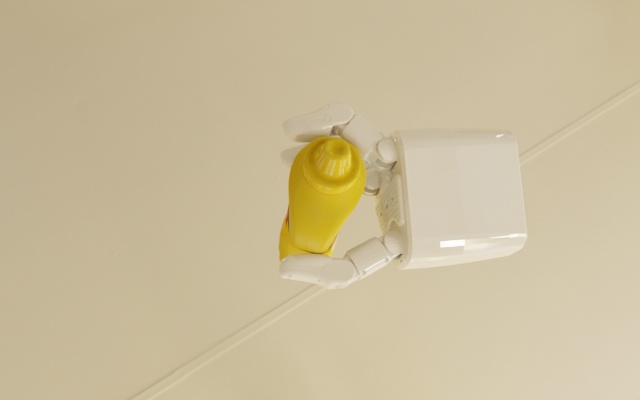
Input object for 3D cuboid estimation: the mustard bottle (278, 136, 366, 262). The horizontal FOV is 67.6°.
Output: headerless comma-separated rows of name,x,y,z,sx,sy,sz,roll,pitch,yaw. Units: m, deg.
mustard bottle,0.000,0.001,0.407,0.058,0.096,0.192,19,-23,0
